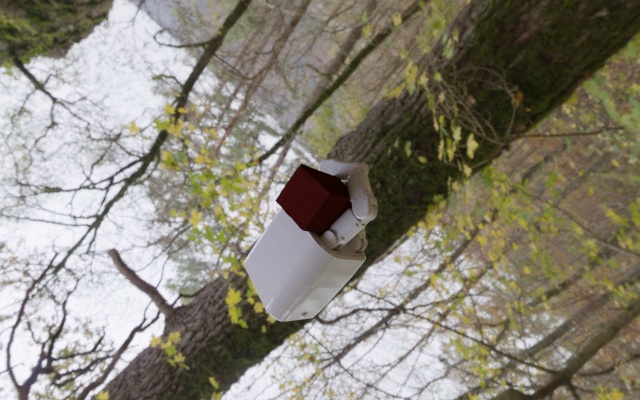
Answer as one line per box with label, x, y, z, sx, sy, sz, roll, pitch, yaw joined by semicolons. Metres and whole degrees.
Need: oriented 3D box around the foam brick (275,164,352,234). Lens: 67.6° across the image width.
foam brick;0.000;0.002;0.524;0.053;0.051;0.078;46;16;29
